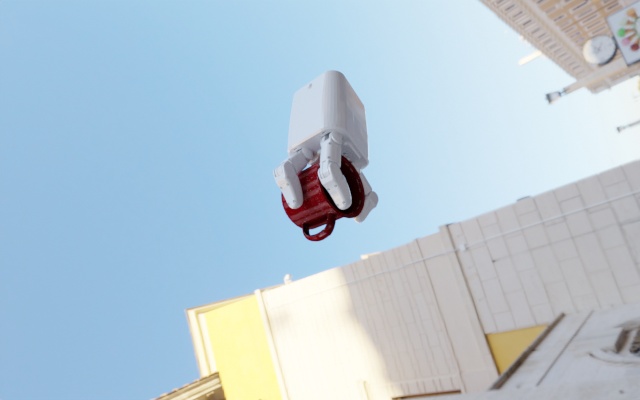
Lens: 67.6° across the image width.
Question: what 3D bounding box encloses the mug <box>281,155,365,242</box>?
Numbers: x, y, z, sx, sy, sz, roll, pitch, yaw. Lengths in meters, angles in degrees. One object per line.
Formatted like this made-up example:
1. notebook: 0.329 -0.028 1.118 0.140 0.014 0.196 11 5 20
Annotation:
1. mug: 0.000 0.003 0.650 0.081 0.117 0.093 -24 -39 39
